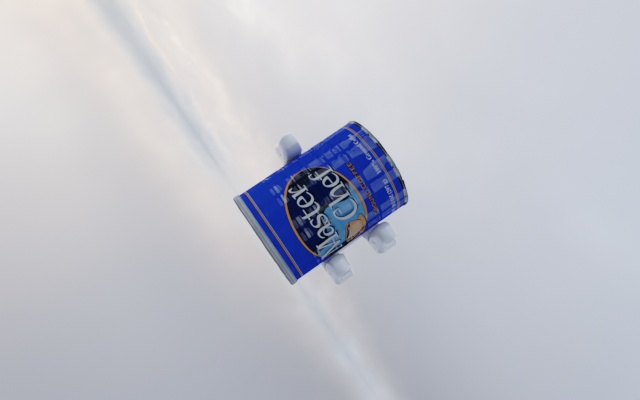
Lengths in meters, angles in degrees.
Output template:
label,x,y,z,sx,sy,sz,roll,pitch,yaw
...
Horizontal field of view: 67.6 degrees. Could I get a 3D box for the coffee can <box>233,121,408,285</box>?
label,x,y,z,sx,sy,sz,roll,pitch,yaw
coffee can,0.000,0.002,0.474,0.140,0.103,0.103,-34,5,-8
